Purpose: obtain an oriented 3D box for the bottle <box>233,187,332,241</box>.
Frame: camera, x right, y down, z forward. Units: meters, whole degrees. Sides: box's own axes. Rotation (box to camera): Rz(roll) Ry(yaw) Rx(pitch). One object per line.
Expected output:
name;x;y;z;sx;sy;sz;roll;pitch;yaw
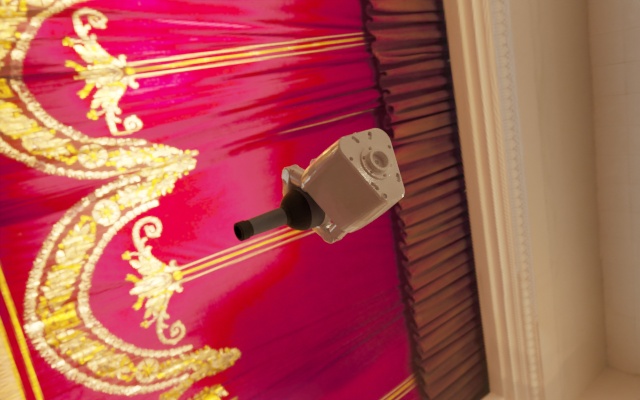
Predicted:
bottle;0.000;0.002;0.739;0.295;0.069;0.069;-20;12;-35
